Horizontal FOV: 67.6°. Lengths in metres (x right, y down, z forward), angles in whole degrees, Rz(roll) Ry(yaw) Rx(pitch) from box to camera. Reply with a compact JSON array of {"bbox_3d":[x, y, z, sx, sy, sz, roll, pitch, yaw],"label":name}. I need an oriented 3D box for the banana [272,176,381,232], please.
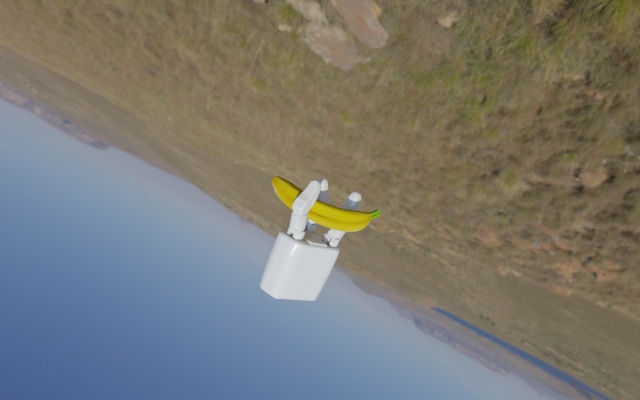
[{"bbox_3d":[-0.002,0.011,0.801,0.198,0.037,0.069,21,27,9],"label":"banana"}]
